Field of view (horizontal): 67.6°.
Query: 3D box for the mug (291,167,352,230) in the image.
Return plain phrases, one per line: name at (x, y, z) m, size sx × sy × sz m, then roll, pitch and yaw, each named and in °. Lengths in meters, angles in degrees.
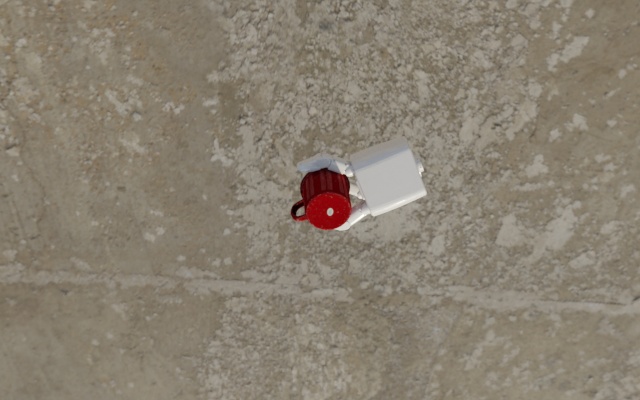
mug at (-0.001, 0.003, 0.847) m, size 0.117 × 0.093 × 0.081 m, roll -22°, pitch 31°, yaw 9°
